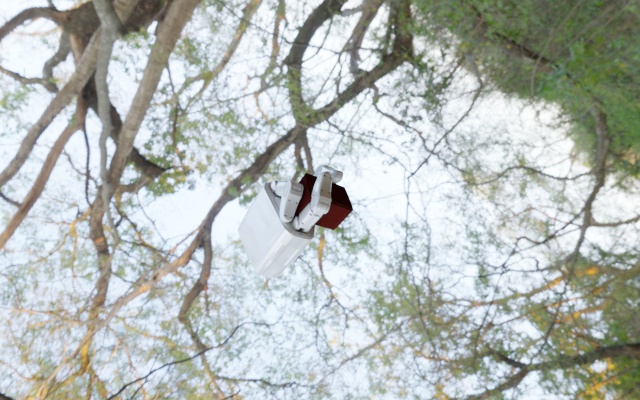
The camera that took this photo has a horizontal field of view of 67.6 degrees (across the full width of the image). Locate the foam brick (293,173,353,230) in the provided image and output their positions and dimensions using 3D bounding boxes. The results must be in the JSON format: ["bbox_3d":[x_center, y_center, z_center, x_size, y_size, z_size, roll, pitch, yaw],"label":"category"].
[{"bbox_3d":[0.000,0.002,0.729,0.078,0.051,0.053,19,35,-29],"label":"foam brick"}]
